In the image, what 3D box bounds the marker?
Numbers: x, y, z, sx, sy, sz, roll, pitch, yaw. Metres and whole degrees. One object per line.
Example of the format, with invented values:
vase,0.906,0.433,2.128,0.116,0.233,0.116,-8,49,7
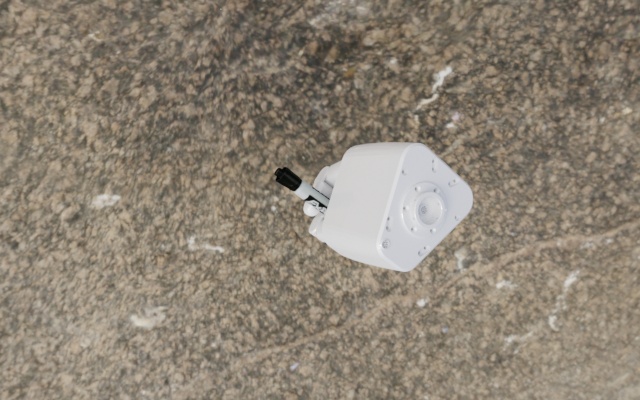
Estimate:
marker,0.000,0.002,0.518,0.121,0.020,0.020,36,-15,-22
